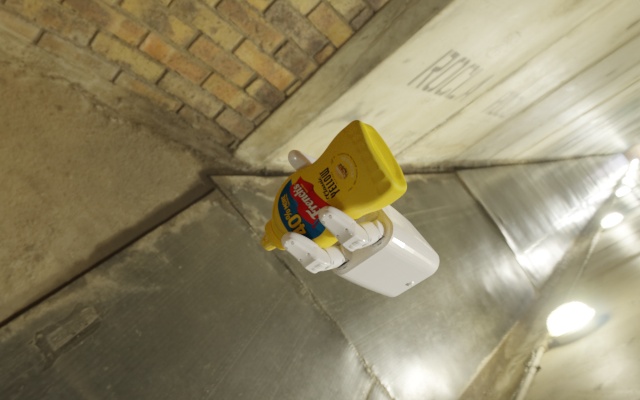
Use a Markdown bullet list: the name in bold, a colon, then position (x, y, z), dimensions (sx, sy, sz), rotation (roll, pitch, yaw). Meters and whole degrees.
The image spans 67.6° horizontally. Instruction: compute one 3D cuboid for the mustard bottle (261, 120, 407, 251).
- **mustard bottle**: position (0.000, 0.002, 0.548), dimensions (0.192, 0.096, 0.058), rotation (-38, -25, 27)
